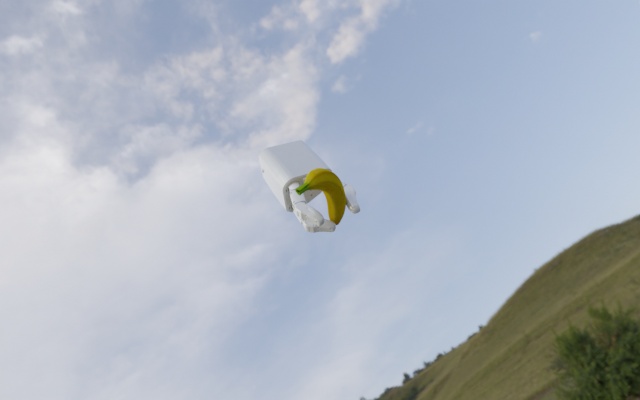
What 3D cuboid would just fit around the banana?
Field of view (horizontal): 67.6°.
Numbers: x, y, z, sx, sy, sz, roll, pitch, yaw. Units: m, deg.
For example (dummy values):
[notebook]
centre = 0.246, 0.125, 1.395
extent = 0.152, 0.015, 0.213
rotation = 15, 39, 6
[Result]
[banana]
centre = 0.012, -0.012, 0.850
extent = 0.037, 0.069, 0.198
rotation = 45, 1, 29
